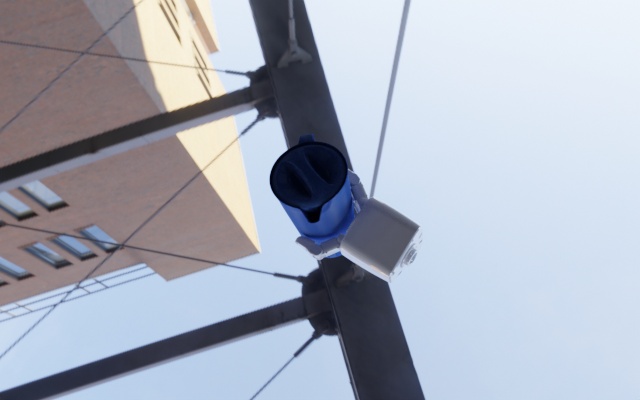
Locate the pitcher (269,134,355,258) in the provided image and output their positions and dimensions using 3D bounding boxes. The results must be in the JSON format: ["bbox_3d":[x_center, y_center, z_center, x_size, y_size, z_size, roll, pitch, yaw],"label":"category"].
[{"bbox_3d":[0.000,0.003,0.890,0.145,0.149,0.243,31,-19,26],"label":"pitcher"}]
